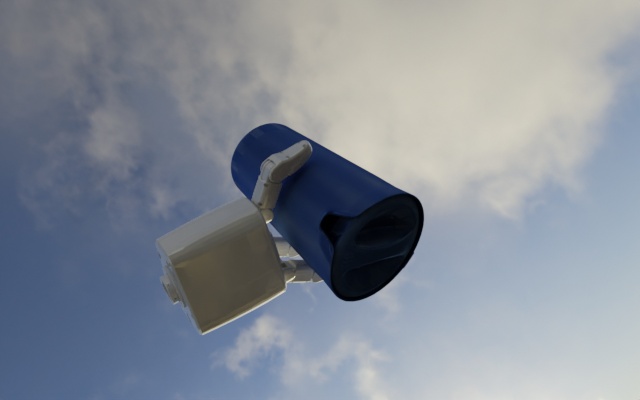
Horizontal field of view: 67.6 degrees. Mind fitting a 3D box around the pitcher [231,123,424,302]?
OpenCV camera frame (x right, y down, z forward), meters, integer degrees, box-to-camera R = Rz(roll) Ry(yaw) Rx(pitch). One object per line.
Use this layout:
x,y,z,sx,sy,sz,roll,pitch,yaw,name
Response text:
0.000,0.002,0.581,0.145,0.149,0.242,-26,43,-26,pitcher
